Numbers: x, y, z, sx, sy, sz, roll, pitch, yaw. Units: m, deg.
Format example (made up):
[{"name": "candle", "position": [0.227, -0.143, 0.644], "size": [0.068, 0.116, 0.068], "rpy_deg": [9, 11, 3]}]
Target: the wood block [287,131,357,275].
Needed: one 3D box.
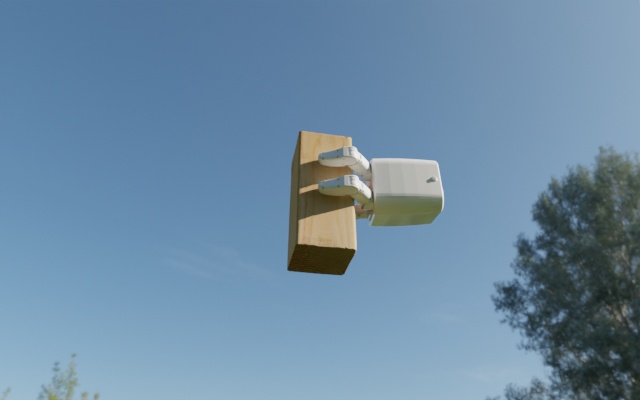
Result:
[{"name": "wood block", "position": [0.000, 0.003, 0.749], "size": [0.090, 0.206, 0.091], "rpy_deg": [6, -34, -8]}]
